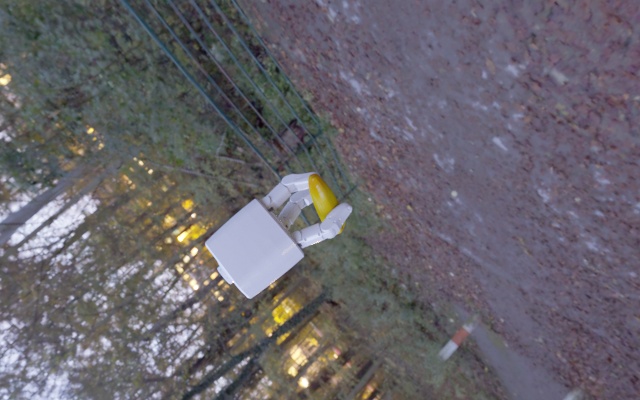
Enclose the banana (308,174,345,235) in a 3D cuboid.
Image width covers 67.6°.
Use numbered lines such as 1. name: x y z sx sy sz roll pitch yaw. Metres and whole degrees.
1. banana: 0.012 0.018 0.776 0.037 0.069 0.198 -37 -17 -5
